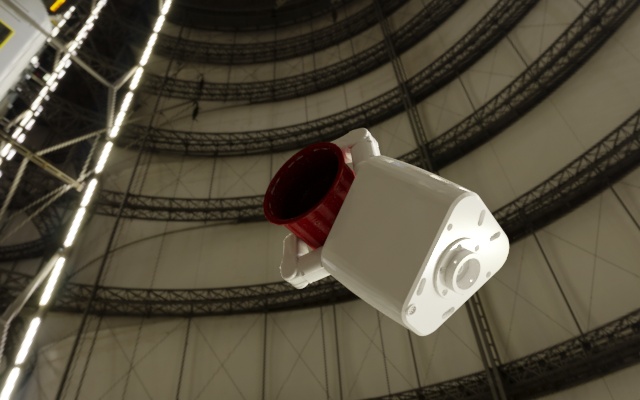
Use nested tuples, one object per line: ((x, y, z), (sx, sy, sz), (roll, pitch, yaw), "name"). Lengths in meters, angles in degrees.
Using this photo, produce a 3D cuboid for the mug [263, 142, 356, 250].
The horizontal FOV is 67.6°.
((-0.001, 0.001, 0.470), (0.081, 0.093, 0.117), (43, -8, -36), "mug")
